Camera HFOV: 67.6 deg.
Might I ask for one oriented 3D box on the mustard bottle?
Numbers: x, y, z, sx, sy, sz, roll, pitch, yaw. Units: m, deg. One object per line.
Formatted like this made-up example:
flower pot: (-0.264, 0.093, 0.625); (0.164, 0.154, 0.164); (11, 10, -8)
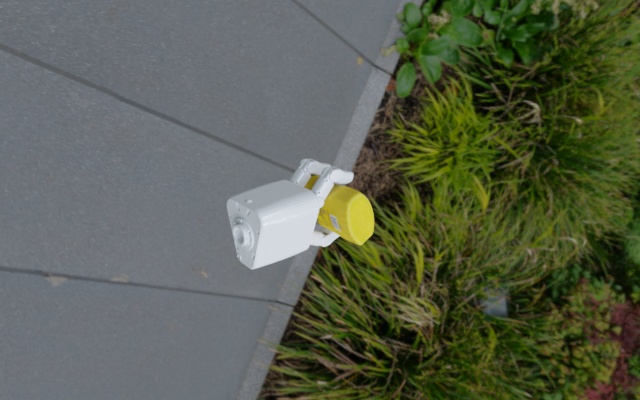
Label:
mustard bottle: (0.001, 0.003, 0.804); (0.191, 0.096, 0.058); (24, 57, 42)
